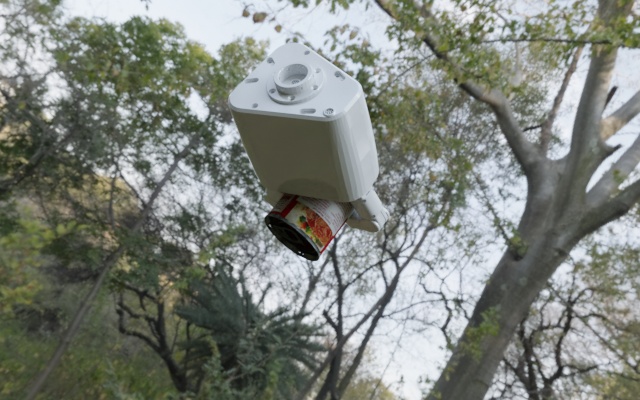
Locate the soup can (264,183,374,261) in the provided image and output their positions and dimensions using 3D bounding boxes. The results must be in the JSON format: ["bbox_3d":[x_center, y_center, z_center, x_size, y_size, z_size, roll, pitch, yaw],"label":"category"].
[{"bbox_3d":[0.000,0.002,0.490,0.068,0.102,0.068,32,-23,16],"label":"soup can"}]
